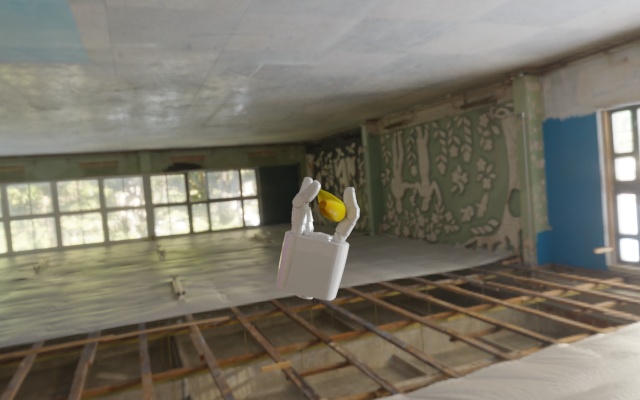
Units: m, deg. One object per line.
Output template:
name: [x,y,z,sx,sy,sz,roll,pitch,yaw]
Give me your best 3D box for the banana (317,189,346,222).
banana: [0.016,0.011,0.873,0.069,0.037,0.197,29,4,-10]
